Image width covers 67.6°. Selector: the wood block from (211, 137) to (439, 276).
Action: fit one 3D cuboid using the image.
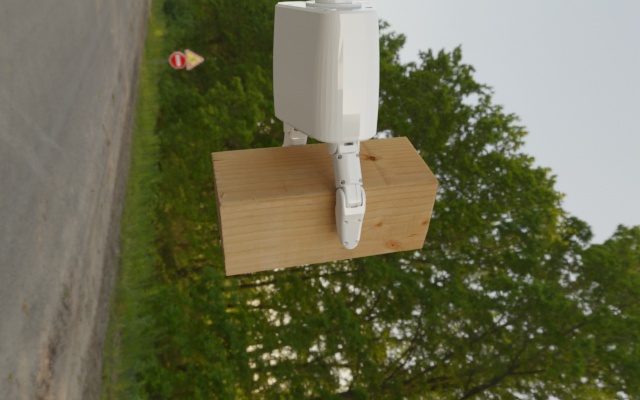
[{"bbox_3d":[0.000,0.001,0.486,0.206,0.090,0.090,-6,40,-13],"label":"wood block"}]
